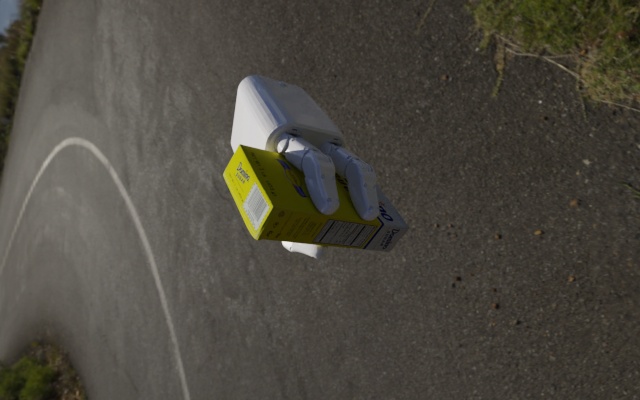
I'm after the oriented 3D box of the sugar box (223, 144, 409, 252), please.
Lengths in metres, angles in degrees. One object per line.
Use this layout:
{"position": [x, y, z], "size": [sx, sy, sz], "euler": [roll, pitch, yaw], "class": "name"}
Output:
{"position": [0.000, 0.001, 0.480], "size": [0.176, 0.048, 0.093], "euler": [7, 38, -39], "class": "sugar box"}
